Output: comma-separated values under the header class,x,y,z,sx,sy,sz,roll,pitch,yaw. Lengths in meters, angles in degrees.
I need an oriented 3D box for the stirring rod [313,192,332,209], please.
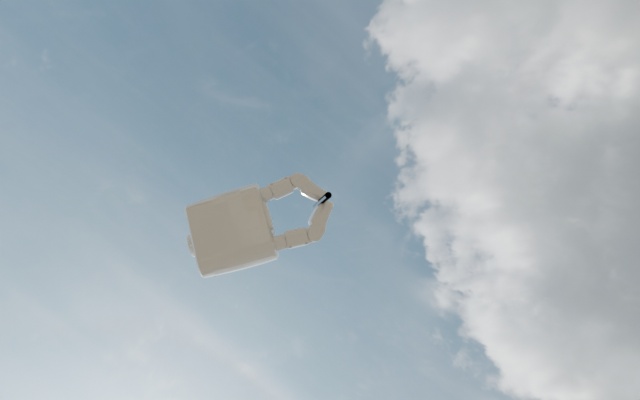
class,x,y,z,sx,sy,sz,roll,pitch,yaw
stirring rod,0.000,0.002,0.678,0.011,0.011,0.239,0,-4,-4
